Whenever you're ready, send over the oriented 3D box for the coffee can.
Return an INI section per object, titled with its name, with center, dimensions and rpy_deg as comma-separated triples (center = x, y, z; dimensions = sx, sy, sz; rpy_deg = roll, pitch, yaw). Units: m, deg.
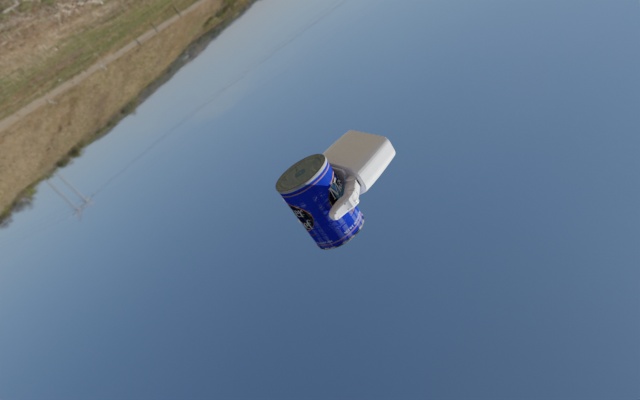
[coffee can]
center = 0.000, 0.003, 0.853
dimensions = 0.103, 0.140, 0.102
rpy_deg = -28, 26, 15
